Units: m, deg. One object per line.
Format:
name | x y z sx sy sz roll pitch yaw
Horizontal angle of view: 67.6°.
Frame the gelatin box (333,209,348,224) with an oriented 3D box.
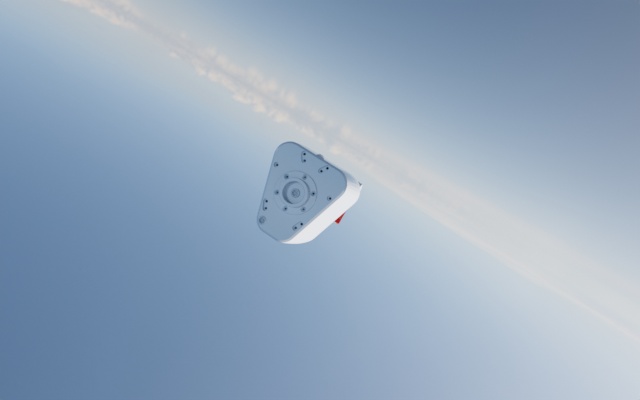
gelatin box | 0.000 0.003 0.714 0.073 0.030 0.089 32 -1 -3
